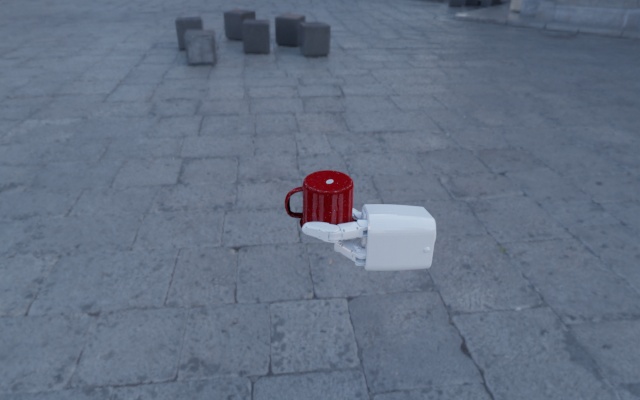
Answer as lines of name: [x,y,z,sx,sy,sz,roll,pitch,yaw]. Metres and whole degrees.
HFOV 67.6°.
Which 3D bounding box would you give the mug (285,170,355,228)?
mug: [-0.001,0.002,0.778,0.117,0.081,0.093,1,29,0]
